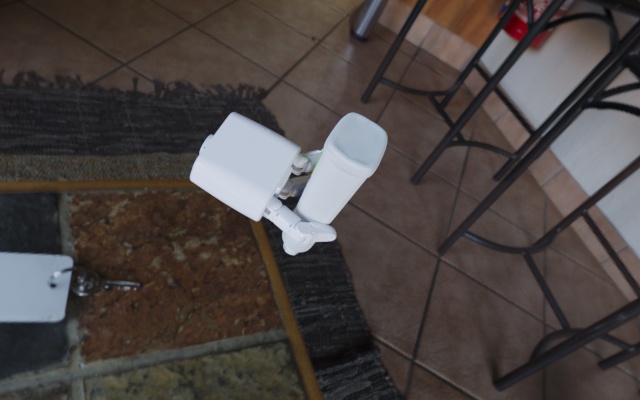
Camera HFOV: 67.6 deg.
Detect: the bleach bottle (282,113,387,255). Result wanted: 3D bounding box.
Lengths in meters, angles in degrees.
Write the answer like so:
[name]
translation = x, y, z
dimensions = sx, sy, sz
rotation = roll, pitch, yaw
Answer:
[bleach bottle]
translation = 0.000, 0.002, 0.653
dimensions = 0.068, 0.251, 0.102
rotation = 31, 44, -1
